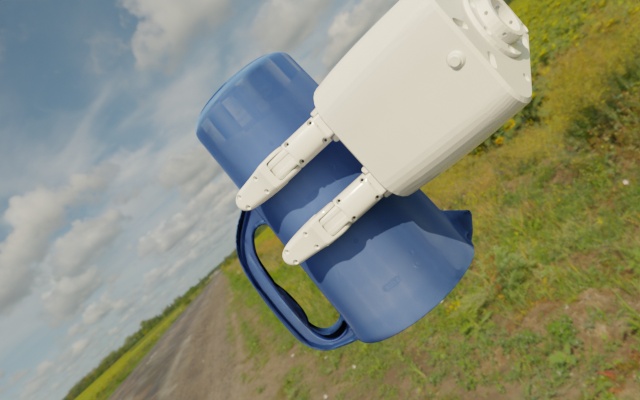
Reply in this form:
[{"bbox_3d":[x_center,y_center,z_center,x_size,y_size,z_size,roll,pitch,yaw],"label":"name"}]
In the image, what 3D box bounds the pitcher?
[{"bbox_3d":[0.000,0.001,0.420,0.145,0.243,0.149,-40,3,45],"label":"pitcher"}]
